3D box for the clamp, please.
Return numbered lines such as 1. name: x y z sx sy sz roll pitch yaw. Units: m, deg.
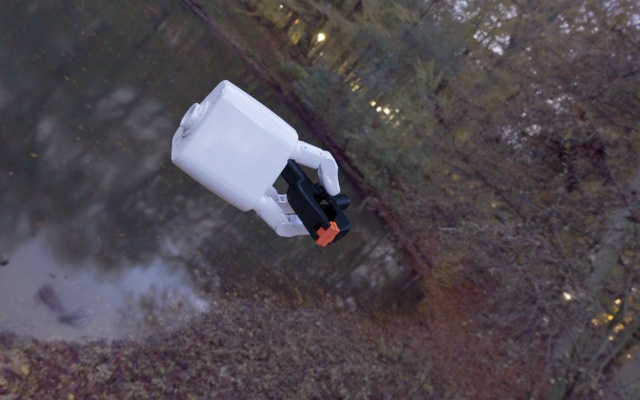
1. clamp: 0.001 0.002 0.633 0.165 0.036 0.210 34 16 -29
